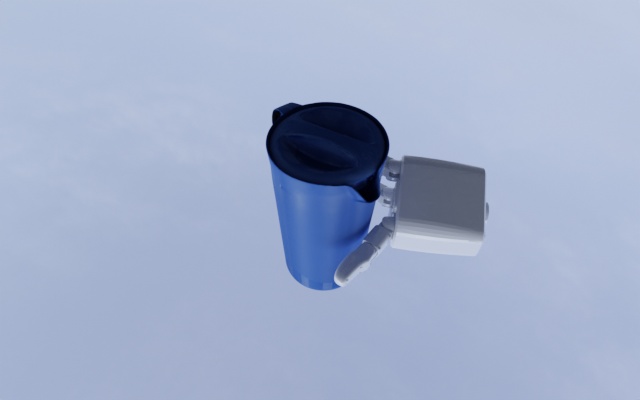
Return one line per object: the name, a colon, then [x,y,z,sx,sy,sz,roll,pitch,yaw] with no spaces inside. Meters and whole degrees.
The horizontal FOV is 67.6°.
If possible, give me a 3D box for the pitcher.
pitcher: [0.000,0.002,0.604,0.145,0.149,0.243,8,-40,5]
